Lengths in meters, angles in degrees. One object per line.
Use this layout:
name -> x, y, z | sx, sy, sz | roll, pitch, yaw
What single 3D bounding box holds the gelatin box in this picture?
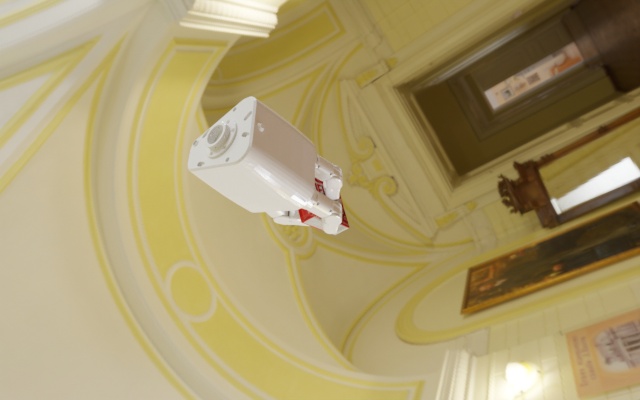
gelatin box -> 0.000, 0.002, 0.665 | 0.030, 0.073, 0.089 | -27, -28, 25
